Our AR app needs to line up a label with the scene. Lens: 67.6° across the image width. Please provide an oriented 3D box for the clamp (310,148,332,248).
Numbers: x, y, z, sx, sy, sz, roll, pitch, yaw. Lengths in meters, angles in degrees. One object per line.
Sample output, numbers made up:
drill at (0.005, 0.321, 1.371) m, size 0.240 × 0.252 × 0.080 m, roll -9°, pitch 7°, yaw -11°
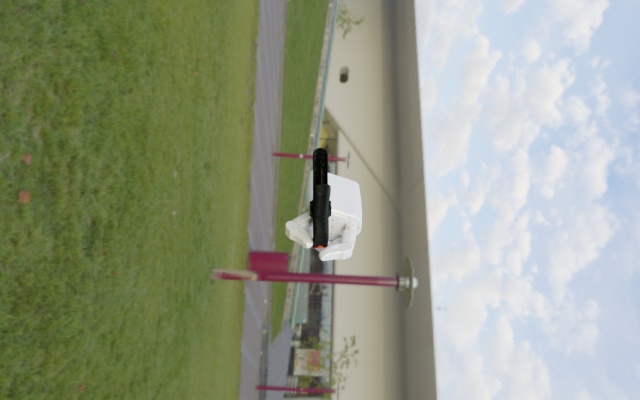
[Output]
clamp at (0.001, 0.003, 0.784) m, size 0.039 × 0.172 × 0.120 m, roll 5°, pitch 44°, yaw 1°
